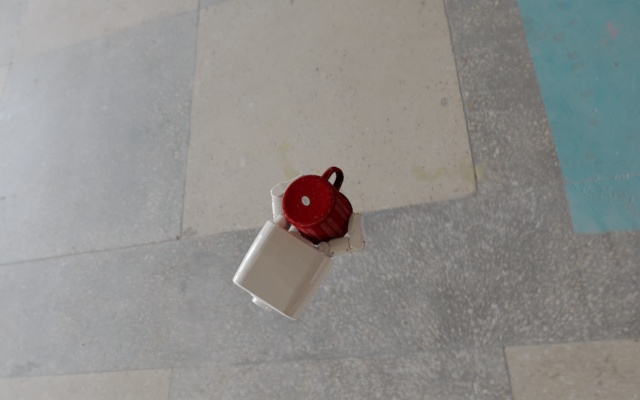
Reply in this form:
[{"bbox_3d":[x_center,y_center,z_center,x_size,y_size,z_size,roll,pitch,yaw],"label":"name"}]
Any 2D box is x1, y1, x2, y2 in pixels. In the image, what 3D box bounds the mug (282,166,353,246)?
[{"bbox_3d":[0.001,0.001,0.708,0.093,0.117,0.081,28,-9,25],"label":"mug"}]
